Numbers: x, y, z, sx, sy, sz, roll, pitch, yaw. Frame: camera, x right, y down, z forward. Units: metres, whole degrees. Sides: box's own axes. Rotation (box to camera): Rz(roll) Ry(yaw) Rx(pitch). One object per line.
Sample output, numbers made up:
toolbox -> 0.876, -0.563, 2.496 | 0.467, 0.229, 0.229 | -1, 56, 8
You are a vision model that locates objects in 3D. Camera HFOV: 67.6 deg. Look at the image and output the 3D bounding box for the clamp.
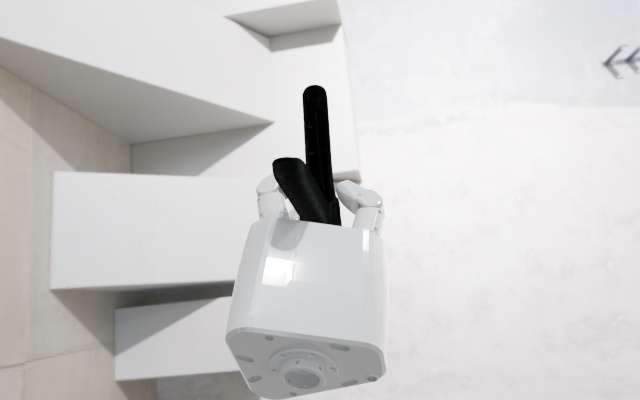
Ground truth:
clamp -> 0.001, 0.002, 0.467 | 0.036, 0.210, 0.164 | -3, 40, 12
